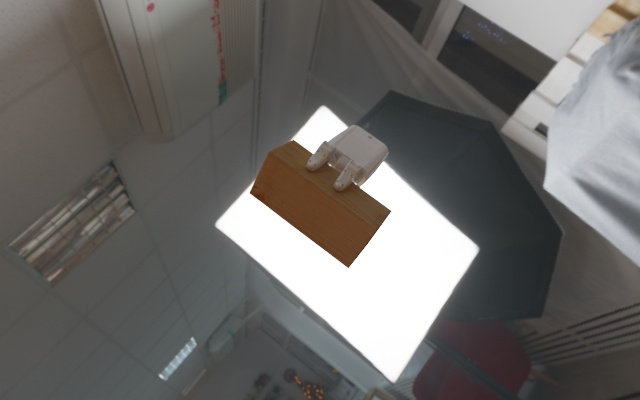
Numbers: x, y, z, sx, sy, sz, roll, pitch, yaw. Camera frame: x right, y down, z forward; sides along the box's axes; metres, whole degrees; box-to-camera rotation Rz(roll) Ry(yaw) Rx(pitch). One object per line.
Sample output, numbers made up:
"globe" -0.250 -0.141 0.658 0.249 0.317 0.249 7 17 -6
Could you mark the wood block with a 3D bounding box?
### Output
"wood block" 0.000 0.003 0.784 0.206 0.091 0.090 36 32 9
